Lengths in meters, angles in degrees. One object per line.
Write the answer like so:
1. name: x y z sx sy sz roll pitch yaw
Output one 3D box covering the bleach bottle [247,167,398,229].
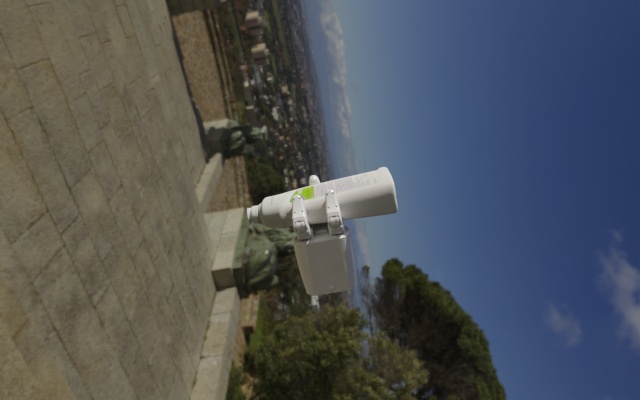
1. bleach bottle: 0.000 0.003 0.824 0.251 0.068 0.102 -10 20 3
